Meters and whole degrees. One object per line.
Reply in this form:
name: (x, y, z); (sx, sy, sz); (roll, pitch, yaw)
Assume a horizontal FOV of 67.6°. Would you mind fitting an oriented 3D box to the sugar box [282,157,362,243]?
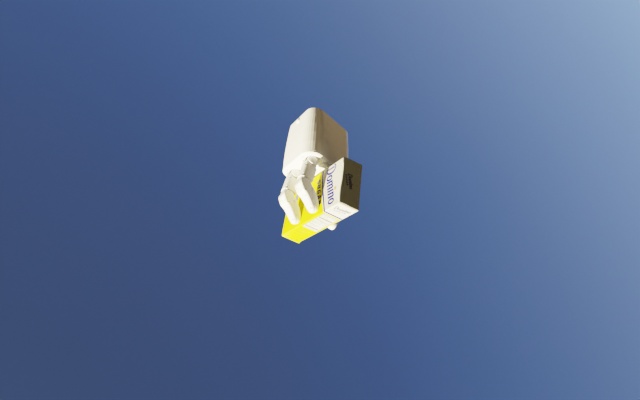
sugar box: (0.000, 0.002, 0.834); (0.048, 0.093, 0.176); (23, -34, -25)
